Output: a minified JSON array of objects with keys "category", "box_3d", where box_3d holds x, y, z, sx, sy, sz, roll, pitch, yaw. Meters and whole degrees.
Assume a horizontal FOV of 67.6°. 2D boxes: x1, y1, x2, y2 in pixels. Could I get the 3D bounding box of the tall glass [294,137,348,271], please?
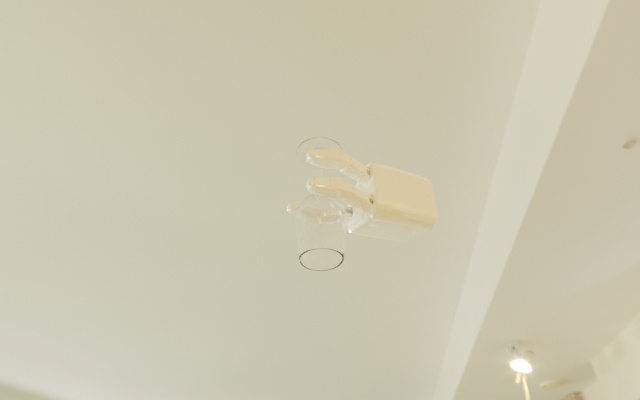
[{"category":"tall glass","box_3d":[0.000,0.002,0.711,0.079,0.200,0.079,0,-37,0]}]
